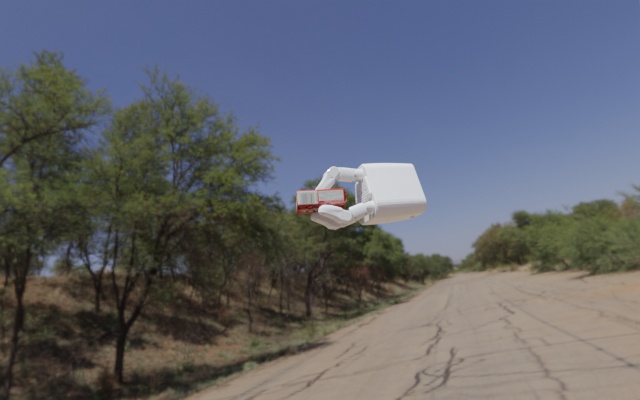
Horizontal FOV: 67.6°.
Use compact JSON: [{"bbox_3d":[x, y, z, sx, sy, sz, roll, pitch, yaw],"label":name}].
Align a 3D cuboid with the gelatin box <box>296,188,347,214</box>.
[{"bbox_3d":[0.000,0.002,0.877,0.089,0.030,0.073,-3,-14,-4],"label":"gelatin box"}]
